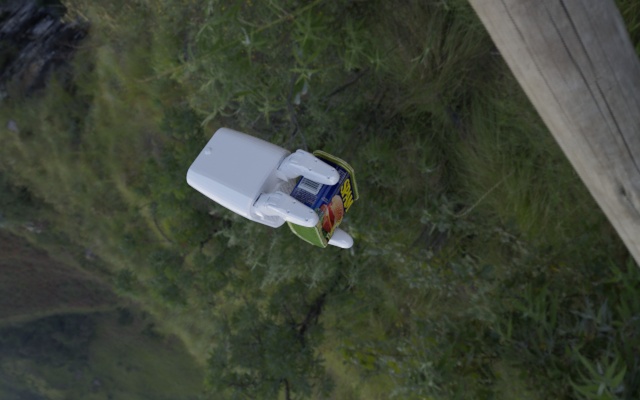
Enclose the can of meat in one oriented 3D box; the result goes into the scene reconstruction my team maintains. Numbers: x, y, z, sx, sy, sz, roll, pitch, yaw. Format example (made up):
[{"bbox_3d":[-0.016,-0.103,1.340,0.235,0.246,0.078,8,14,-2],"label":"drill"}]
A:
[{"bbox_3d":[0.000,0.002,0.589,0.057,0.084,0.102,26,-18,20],"label":"can of meat"}]
